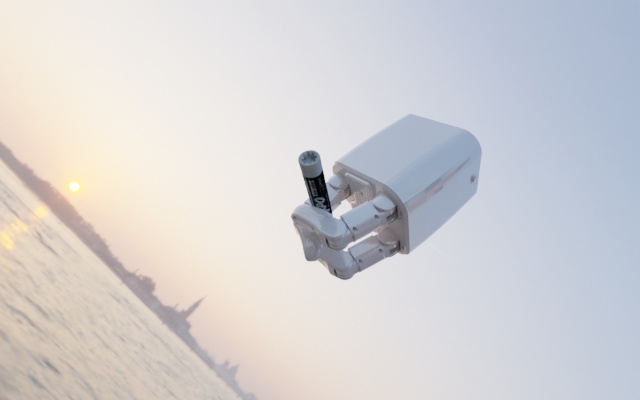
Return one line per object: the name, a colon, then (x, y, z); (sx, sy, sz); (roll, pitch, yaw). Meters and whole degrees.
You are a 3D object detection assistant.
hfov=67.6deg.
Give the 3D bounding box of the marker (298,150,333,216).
marker: (0.000, 0.001, 0.441); (0.020, 0.020, 0.121); (0, -38, 12)
